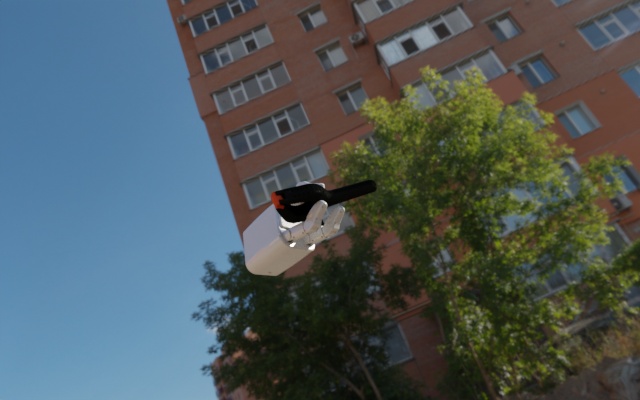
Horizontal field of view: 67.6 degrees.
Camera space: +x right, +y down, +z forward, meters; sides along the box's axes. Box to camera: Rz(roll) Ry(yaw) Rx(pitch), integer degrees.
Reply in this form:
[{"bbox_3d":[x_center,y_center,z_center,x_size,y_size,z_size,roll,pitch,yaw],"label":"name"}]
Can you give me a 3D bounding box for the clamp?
[{"bbox_3d":[-0.001,0.002,0.877,0.164,0.036,0.210,-42,-32,24],"label":"clamp"}]
